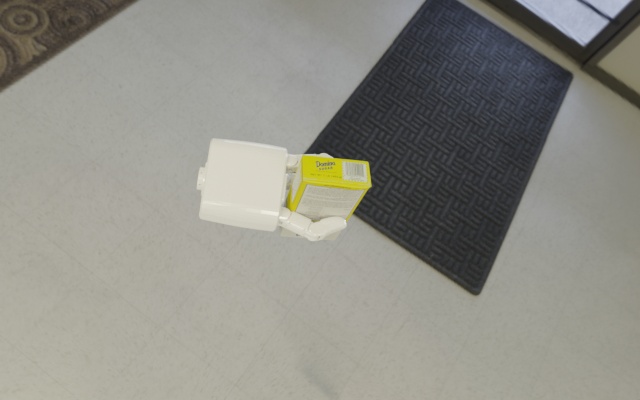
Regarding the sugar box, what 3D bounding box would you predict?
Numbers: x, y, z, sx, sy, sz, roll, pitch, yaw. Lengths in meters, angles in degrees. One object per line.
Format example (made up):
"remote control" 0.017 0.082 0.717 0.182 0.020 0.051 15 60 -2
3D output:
"sugar box" 0.000 0.002 0.684 0.093 0.048 0.176 6 -27 -13
